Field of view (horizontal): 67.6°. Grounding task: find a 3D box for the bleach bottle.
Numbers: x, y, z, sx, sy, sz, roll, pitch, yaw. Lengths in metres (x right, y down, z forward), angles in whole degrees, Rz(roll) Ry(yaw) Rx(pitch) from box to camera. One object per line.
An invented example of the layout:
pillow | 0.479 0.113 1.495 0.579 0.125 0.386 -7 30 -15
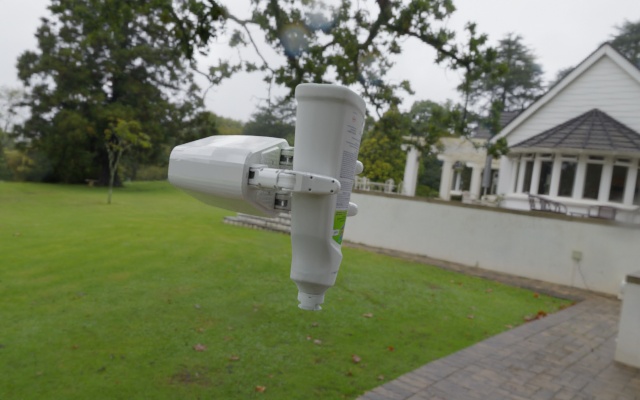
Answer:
bleach bottle | 0.000 0.002 0.550 0.068 0.251 0.102 8 2 21
